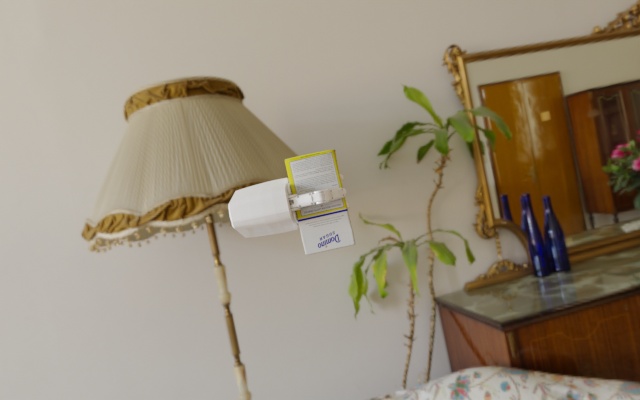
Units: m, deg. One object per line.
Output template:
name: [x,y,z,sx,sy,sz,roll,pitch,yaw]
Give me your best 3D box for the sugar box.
sugar box: [0.000,0.003,0.863,0.093,0.176,0.048,-12,0,3]
